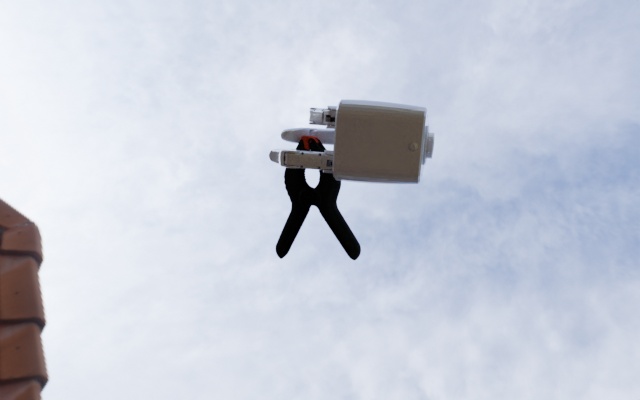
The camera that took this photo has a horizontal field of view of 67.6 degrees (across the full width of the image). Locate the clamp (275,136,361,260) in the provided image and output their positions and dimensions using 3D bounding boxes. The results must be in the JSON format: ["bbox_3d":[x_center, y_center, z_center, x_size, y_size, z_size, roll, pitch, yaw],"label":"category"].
[{"bbox_3d":[0.000,0.002,0.632,0.120,0.171,0.039,6,11,15],"label":"clamp"}]
